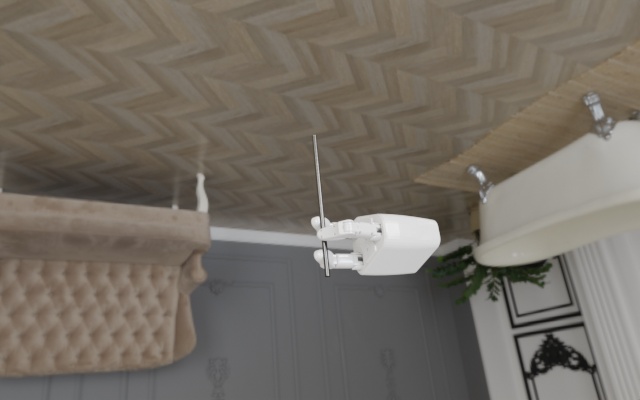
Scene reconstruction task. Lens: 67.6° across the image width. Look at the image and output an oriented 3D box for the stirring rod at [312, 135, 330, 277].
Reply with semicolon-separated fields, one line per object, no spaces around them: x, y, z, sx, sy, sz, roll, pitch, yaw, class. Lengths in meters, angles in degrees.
0.000;0.002;0.757;0.011;0.239;0.011;-5;-22;-2;stirring rod
